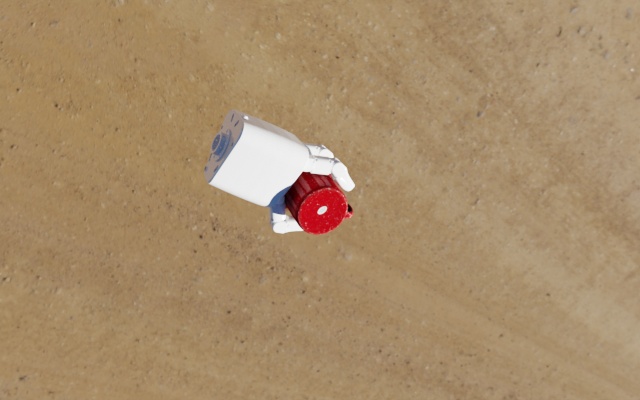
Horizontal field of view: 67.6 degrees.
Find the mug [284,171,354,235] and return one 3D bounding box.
[{"bbox_3d":[0.001,0.003,0.732,0.117,0.093,0.081,21,19,-30],"label":"mug"}]
